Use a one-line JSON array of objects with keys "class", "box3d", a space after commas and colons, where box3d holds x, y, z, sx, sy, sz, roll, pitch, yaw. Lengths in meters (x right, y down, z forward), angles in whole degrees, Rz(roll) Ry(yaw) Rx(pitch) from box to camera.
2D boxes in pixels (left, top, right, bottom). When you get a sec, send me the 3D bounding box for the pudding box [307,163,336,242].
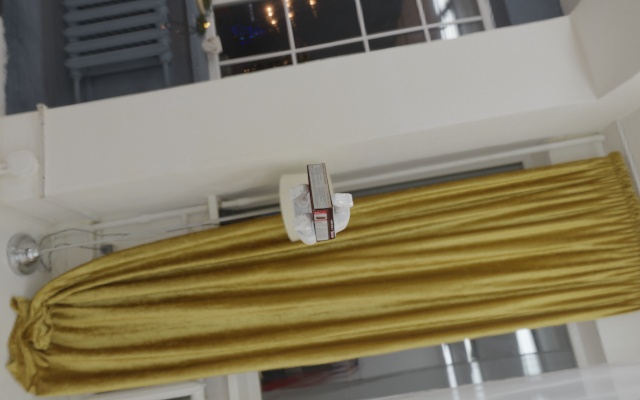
[{"class": "pudding box", "box3d": [0.000, 0.003, 0.856, 0.039, 0.113, 0.090, -9, -42, -2]}]
